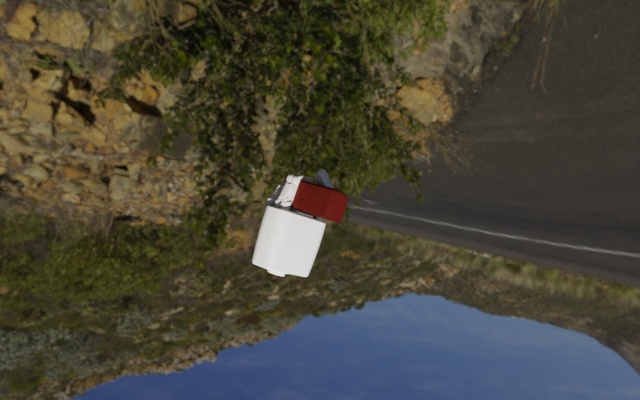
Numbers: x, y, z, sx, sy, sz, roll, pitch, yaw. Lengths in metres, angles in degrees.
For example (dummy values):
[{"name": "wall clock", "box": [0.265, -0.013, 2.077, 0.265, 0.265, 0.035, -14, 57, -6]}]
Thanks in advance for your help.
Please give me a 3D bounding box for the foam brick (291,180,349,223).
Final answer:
[{"name": "foam brick", "box": [0.000, 0.003, 0.829, 0.078, 0.051, 0.053, 16, -7, 33]}]
